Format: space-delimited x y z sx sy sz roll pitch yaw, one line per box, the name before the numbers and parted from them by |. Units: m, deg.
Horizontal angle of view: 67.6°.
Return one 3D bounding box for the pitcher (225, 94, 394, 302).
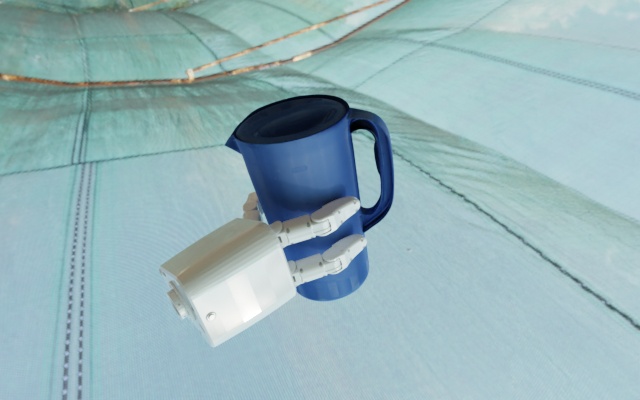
pitcher | 0.000 0.002 0.584 0.145 0.243 0.149 -32 35 -27
